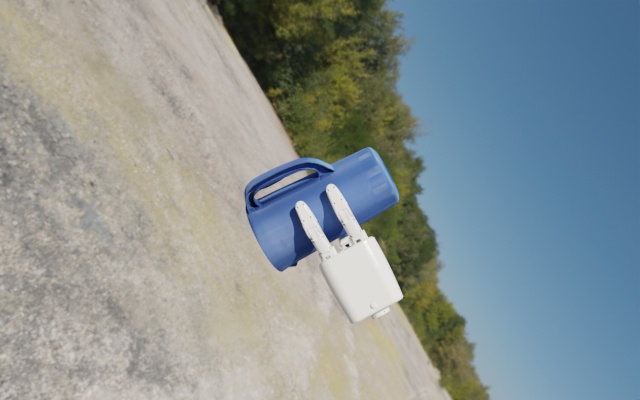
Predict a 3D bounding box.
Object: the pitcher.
[{"bbox_3d":[0.000,0.003,0.807,0.243,0.145,0.149,-28,-13,4],"label":"pitcher"}]
